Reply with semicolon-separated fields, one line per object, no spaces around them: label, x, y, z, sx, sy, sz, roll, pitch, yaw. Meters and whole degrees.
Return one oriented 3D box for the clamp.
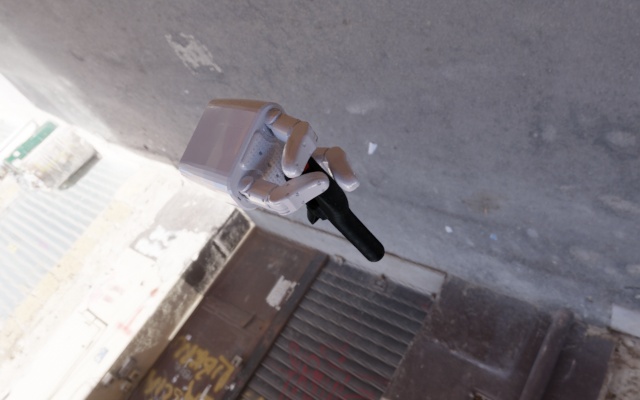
clamp;0.000;0.002;0.544;0.120;0.039;0.172;19;-26;43
